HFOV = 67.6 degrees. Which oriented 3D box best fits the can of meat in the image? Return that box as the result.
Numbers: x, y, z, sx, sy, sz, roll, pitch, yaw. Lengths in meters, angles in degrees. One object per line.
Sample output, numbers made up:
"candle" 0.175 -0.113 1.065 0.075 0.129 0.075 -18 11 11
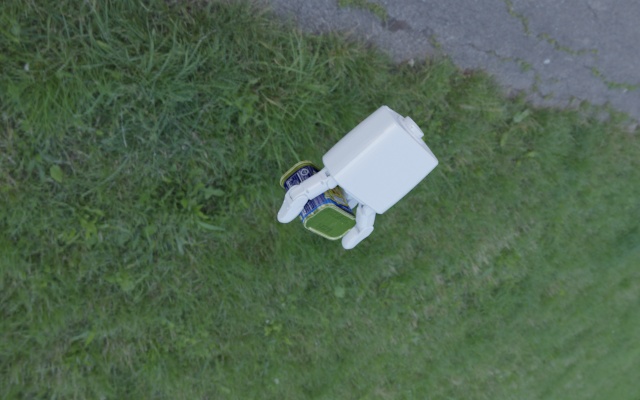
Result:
"can of meat" 0.000 0.002 0.685 0.057 0.084 0.102 -39 -34 16
